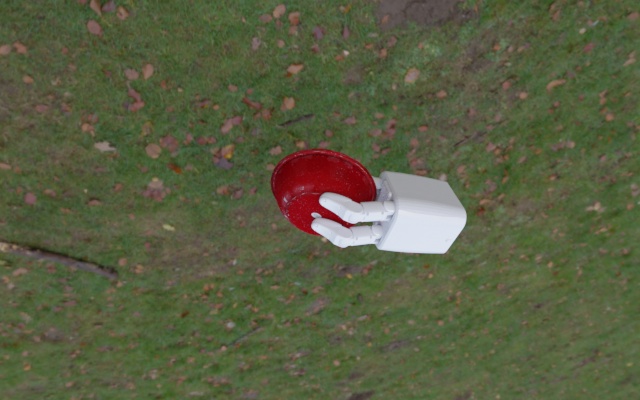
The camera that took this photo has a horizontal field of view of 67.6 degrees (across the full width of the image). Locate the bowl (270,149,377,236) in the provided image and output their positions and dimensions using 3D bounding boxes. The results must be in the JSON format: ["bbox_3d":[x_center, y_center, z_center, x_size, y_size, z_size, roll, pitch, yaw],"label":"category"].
[{"bbox_3d":[-0.001,0.003,0.702,0.162,0.055,0.162,6,-43,6],"label":"bowl"}]
